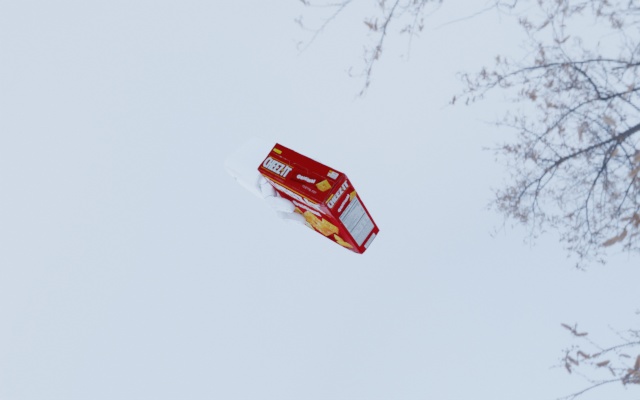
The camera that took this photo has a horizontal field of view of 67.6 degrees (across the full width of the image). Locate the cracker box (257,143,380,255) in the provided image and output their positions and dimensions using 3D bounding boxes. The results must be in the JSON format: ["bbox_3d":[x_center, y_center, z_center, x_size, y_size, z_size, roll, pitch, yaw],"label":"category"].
[{"bbox_3d":[0.000,0.003,0.882,0.164,0.072,0.214,27,-15,34],"label":"cracker box"}]
